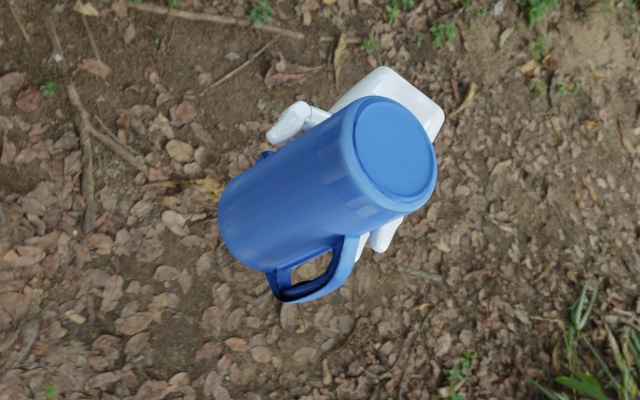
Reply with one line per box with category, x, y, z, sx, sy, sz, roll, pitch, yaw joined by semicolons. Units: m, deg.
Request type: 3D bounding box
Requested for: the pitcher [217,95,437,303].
pitcher;0.000;0.001;0.493;0.243;0.149;0.145;-27;18;53
